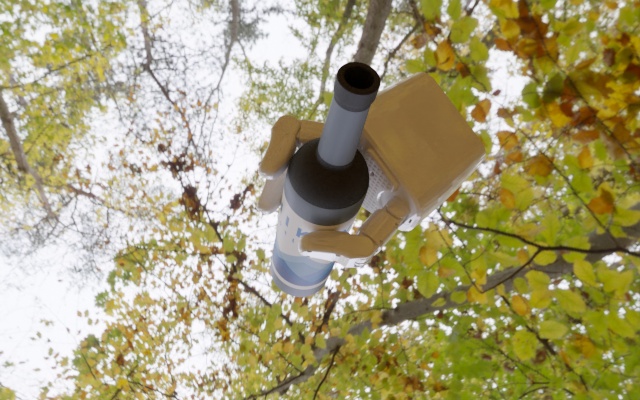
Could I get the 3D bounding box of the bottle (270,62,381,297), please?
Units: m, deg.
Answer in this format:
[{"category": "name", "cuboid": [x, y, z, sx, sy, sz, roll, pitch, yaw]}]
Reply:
[{"category": "bottle", "cuboid": [0.000, 0.002, 0.412, 0.069, 0.069, 0.296, 0, -31, -11]}]
